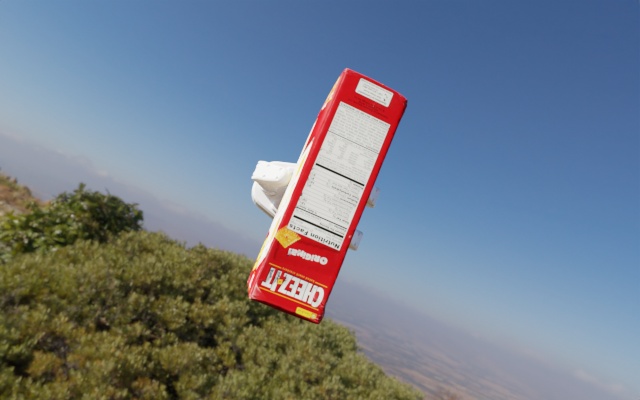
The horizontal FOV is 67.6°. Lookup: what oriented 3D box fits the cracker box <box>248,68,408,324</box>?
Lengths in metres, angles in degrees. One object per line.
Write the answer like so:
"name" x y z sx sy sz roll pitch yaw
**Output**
"cracker box" 0.000 0.001 0.476 0.072 0.213 0.164 23 -8 -6
